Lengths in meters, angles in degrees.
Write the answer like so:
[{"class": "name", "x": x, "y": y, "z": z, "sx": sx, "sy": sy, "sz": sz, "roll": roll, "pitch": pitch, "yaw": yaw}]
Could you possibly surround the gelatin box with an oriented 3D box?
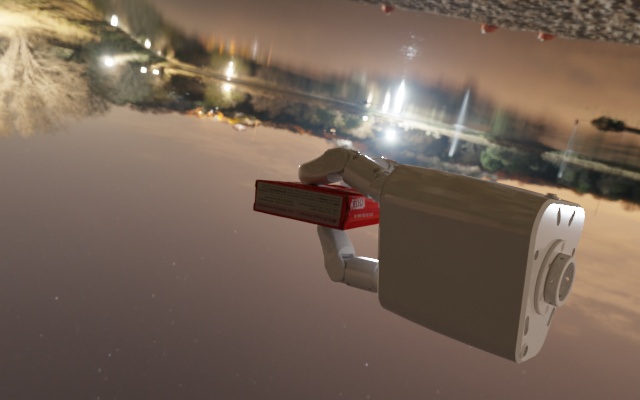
[{"class": "gelatin box", "x": 0.000, "y": 0.002, "z": 0.406, "sx": 0.089, "sy": 0.030, "sz": 0.073, "roll": 10, "pitch": 5, "yaw": 30}]
